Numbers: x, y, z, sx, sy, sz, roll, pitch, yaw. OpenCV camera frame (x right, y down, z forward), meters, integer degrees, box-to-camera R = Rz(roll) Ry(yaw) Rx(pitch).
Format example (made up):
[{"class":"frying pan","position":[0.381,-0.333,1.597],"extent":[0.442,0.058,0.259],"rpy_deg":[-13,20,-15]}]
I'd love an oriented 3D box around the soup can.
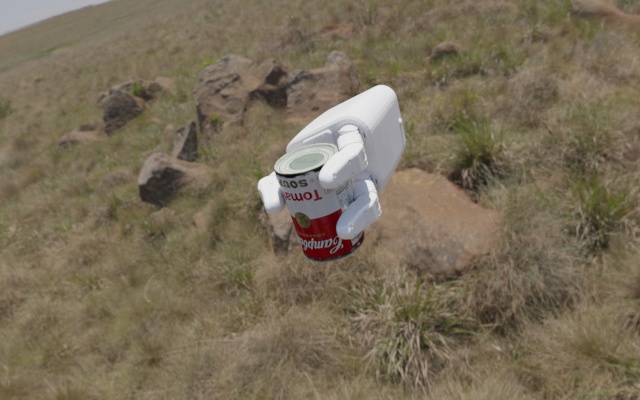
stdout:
[{"class":"soup can","position":[0.000,0.002,0.483],"extent":[0.068,0.102,0.068],"rpy_deg":[-14,27,7]}]
